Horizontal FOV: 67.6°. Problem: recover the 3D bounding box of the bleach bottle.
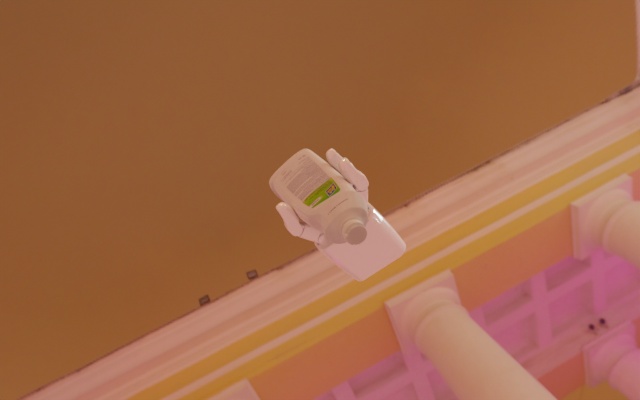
[{"bbox_3d":[0.000,0.002,0.727,0.068,0.102,0.250,45,3,-31],"label":"bleach bottle"}]
